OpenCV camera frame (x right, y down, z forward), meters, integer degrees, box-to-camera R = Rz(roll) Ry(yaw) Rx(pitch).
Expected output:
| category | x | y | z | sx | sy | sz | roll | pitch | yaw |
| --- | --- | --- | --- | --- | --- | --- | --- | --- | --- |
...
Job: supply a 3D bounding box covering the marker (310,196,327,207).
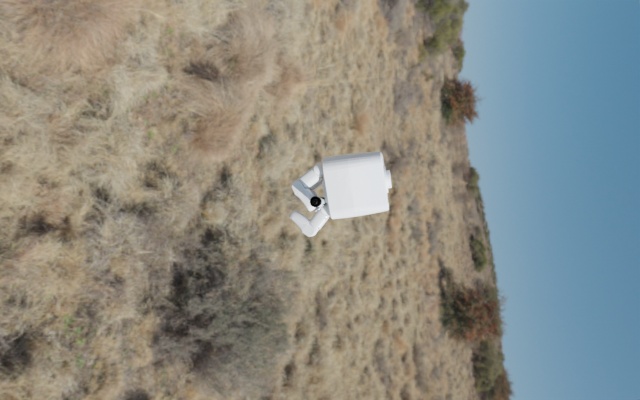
| category | x | y | z | sx | sy | sz | roll | pitch | yaw |
| --- | --- | --- | --- | --- | --- | --- | --- | --- | --- |
| marker | 0.000 | 0.003 | 0.854 | 0.020 | 0.020 | 0.121 | 0 | -1 | 9 |
